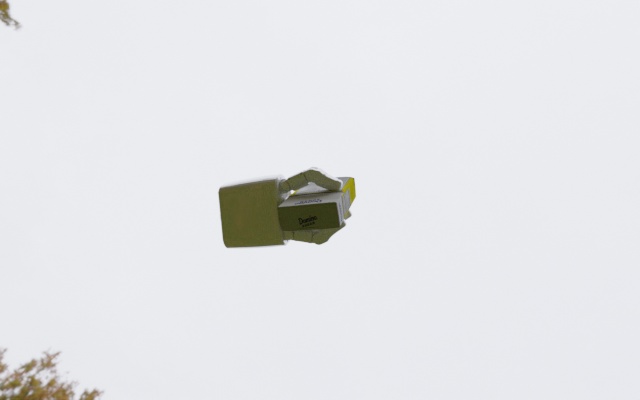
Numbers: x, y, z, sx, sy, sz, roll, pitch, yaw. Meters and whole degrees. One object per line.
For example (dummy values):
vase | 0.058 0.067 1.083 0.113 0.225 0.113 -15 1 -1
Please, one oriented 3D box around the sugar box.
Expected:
sugar box | 0.000 0.003 0.776 0.093 0.048 0.176 -5 16 14
